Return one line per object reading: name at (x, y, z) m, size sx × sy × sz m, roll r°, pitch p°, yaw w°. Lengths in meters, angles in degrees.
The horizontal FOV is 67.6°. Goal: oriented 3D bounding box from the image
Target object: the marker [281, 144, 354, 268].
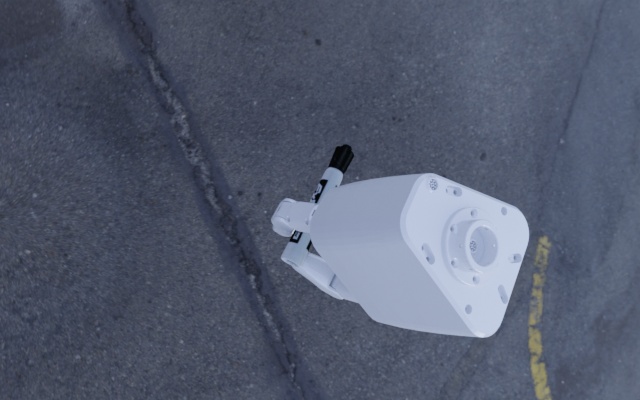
marker at (0.000, 0.001, 0.421) m, size 0.020 × 0.121 × 0.020 m, roll 23°, pitch -20°, yaw 9°
